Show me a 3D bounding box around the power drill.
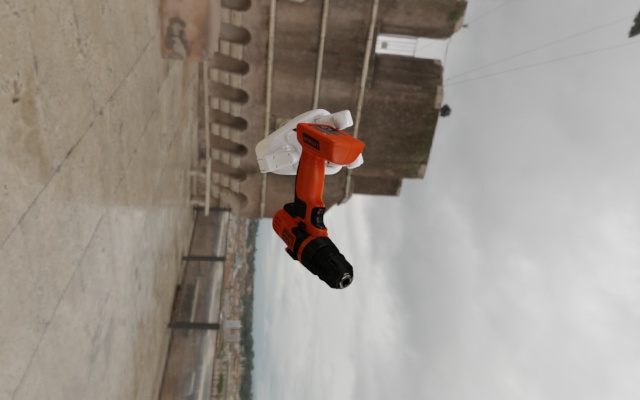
[{"bbox_3d":[0.000,0.002,0.634,0.057,0.188,0.184,0,24,-35],"label":"power drill"}]
